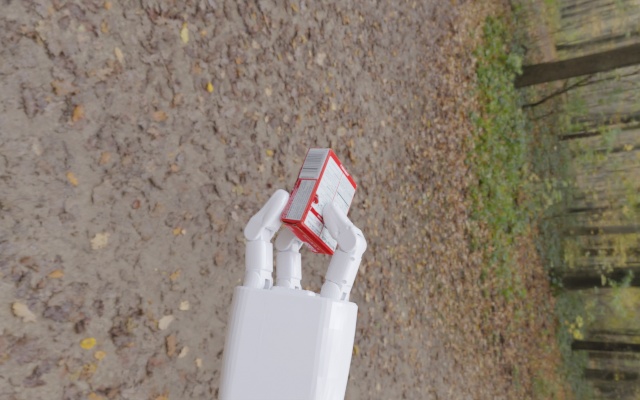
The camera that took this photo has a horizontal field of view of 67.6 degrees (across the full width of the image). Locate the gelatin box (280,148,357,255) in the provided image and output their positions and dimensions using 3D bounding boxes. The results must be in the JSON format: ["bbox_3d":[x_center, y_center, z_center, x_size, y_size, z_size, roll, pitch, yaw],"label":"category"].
[{"bbox_3d":[0.001,0.001,0.495,0.030,0.089,0.073,6,-26,32],"label":"gelatin box"}]
